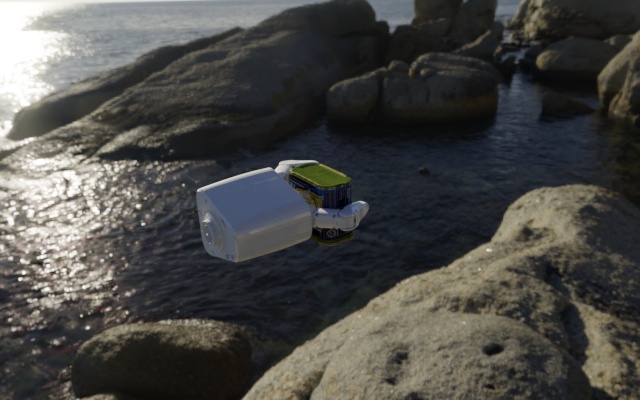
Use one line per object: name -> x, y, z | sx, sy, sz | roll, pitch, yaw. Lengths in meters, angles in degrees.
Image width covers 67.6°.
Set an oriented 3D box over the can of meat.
can of meat -> 0.000, 0.002, 0.655 | 0.057, 0.084, 0.102 | -17, 28, -31
